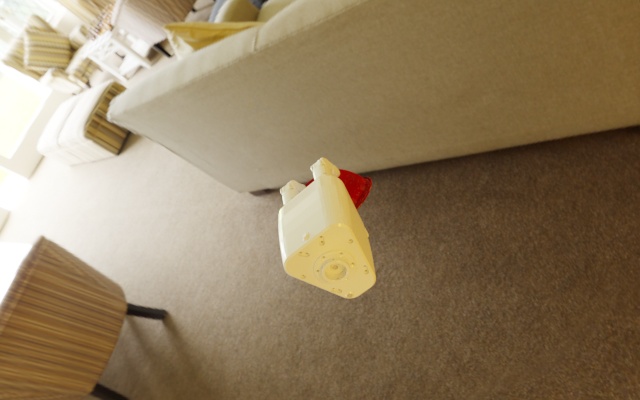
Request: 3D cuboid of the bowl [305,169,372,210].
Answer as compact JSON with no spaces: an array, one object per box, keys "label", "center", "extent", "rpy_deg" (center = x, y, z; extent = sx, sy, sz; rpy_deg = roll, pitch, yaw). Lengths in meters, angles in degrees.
[{"label":"bowl","center":[0.000,0.002,0.730],"extent":[0.162,0.055,0.162],"rpy_deg":[-40,14,12]}]
